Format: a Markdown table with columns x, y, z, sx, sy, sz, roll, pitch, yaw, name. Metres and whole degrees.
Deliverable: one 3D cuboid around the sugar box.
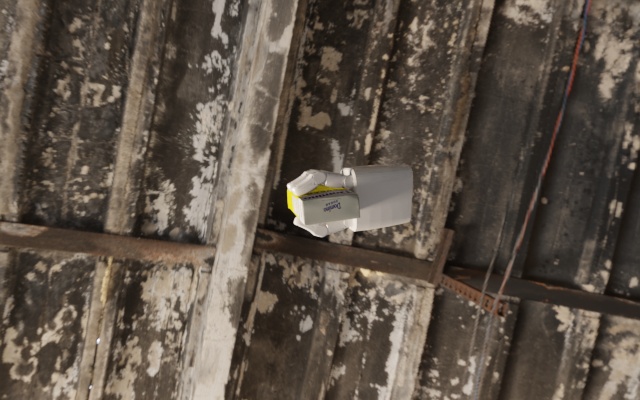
| x | y | z | sx | sy | sz | roll | pitch | yaw | name |
| --- | --- | --- | --- | --- | --- | --- | --- | --- | --- |
| 0.000 | 0.002 | 0.820 | 0.093 | 0.048 | 0.176 | -7 | 6 | -11 | sugar box |
